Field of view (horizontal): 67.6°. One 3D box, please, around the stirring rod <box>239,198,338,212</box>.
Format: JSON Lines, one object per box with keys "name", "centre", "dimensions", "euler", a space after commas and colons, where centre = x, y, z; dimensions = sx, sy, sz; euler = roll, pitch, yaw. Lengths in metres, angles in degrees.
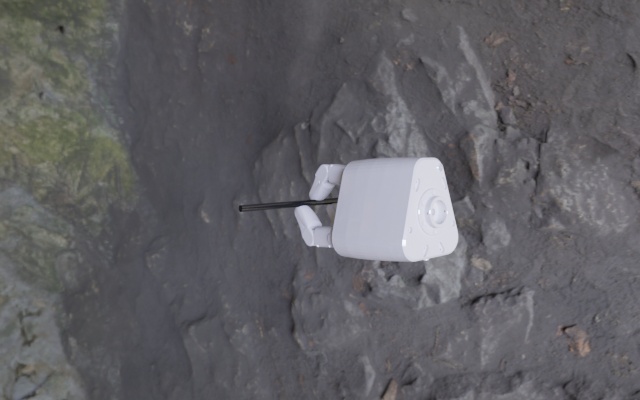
{"name": "stirring rod", "centre": [0.000, 0.002, 0.629], "dimensions": [0.239, 0.011, 0.011], "euler": [-5, 3, -39]}
